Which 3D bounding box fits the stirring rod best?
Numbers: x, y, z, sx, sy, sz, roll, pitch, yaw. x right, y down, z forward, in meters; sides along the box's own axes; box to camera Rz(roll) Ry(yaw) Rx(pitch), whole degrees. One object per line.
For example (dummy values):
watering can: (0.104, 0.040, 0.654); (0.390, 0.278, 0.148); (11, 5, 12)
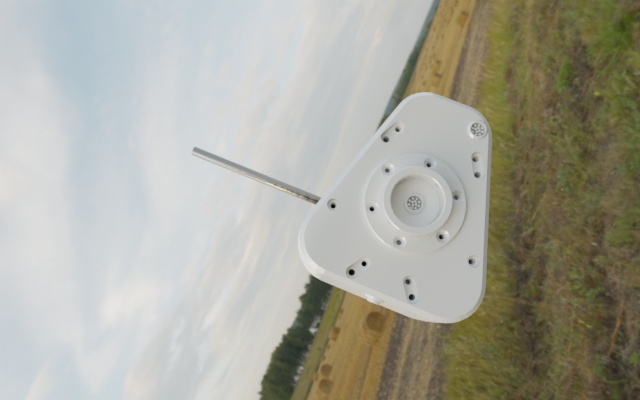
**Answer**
stirring rod: (0.000, 0.001, 0.410); (0.239, 0.011, 0.011); (22, 2, 4)
